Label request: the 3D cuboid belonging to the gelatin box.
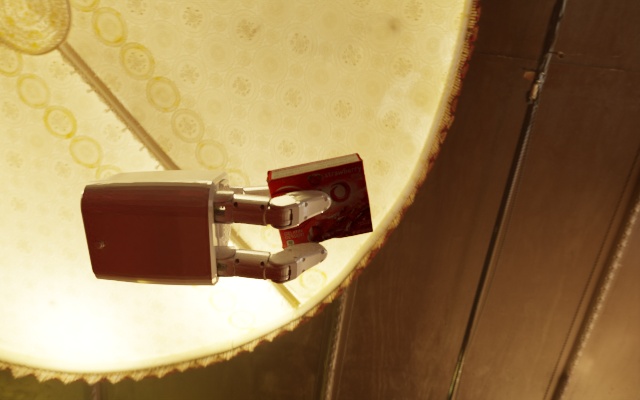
[{"bbox_3d":[0.000,0.001,0.445,0.089,0.073,0.030,-12,23,-1],"label":"gelatin box"}]
